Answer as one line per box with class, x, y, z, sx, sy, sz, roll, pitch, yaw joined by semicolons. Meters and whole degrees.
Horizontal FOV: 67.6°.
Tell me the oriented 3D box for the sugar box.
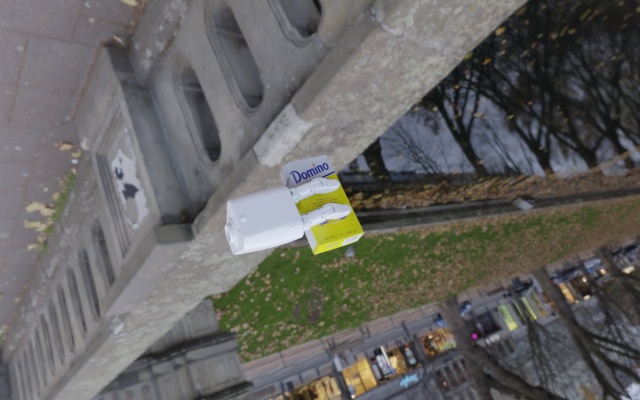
sugar box;0.000;0.003;0.877;0.093;0.176;0.048;-14;-23;-24
